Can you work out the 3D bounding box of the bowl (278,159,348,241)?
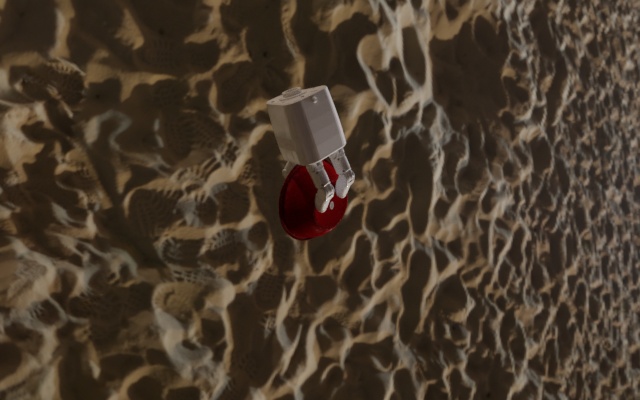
[{"bbox_3d":[0.001,0.004,0.879,0.055,0.162,0.162,17,11,41],"label":"bowl"}]
